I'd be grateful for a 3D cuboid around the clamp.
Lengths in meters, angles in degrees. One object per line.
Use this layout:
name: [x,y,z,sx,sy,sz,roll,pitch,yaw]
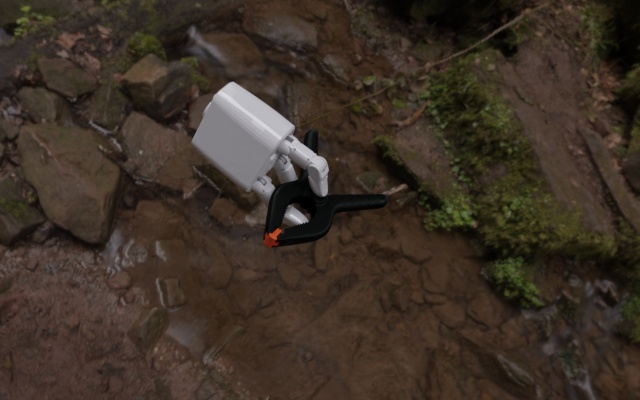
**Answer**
clamp: [0.000,0.002,0.683,0.164,0.210,0.036,37,-38,0]
